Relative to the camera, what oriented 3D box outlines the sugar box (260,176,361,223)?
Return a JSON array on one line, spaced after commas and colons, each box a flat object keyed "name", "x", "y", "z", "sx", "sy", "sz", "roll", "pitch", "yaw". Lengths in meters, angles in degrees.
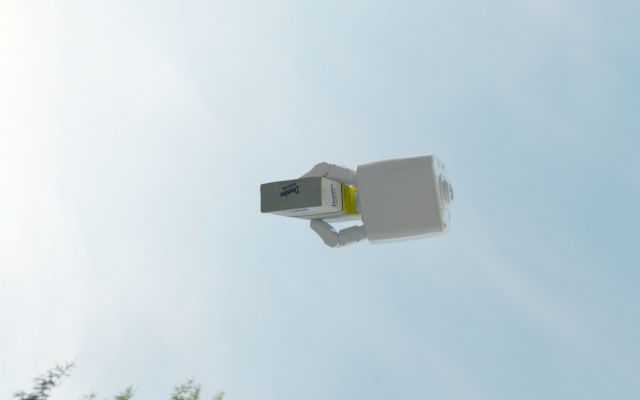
[{"name": "sugar box", "x": 0.000, "y": 0.002, "z": 0.681, "sx": 0.093, "sy": 0.048, "sz": 0.176, "roll": -7, "pitch": -12, "yaw": 26}]
